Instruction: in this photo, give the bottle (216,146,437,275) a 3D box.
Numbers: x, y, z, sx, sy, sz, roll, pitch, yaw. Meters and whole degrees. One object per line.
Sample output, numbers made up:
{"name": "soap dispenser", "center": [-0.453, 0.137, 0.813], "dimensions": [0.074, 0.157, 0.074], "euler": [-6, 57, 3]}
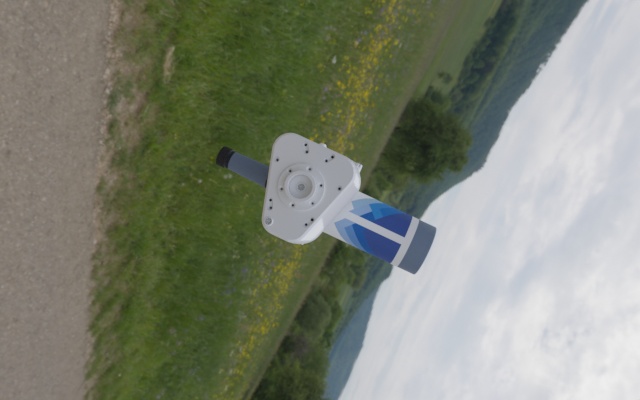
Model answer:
{"name": "bottle", "center": [0.000, 0.002, 0.620], "dimensions": [0.295, 0.069, 0.069], "euler": [25, 3, 6]}
